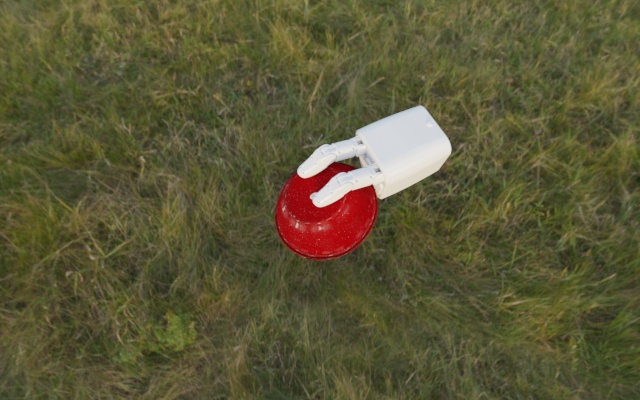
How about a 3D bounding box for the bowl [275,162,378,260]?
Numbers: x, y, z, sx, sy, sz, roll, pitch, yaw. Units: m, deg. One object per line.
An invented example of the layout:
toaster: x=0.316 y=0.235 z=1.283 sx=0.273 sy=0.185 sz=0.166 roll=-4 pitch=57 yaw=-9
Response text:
bowl: x=-0.001 y=0.003 z=0.697 sx=0.162 sy=0.162 sz=0.055 roll=0 pitch=-25 yaw=18
